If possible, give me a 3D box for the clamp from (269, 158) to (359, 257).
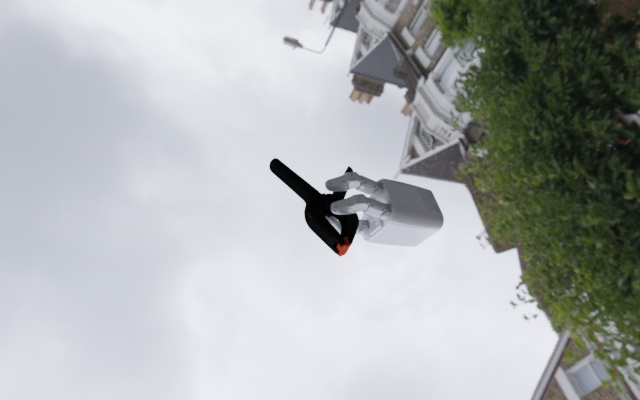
[{"bbox_3d":[0.000,0.004,0.806,0.164,0.036,0.209,8,42,-21],"label":"clamp"}]
